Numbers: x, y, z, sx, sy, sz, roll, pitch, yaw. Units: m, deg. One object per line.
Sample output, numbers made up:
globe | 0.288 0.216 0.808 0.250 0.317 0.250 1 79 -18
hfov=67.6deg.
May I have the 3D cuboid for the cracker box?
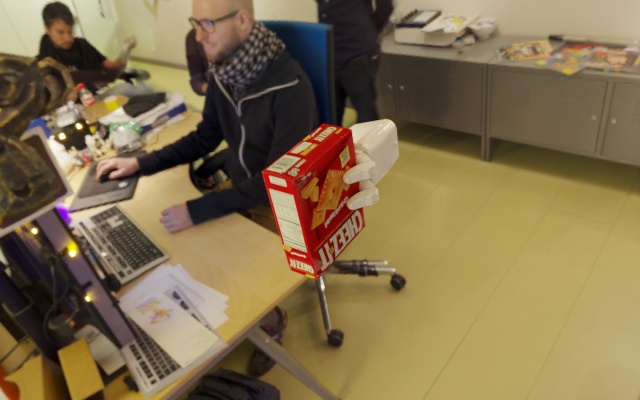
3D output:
cracker box | 0.000 0.002 0.819 0.072 0.214 0.164 16 44 34
